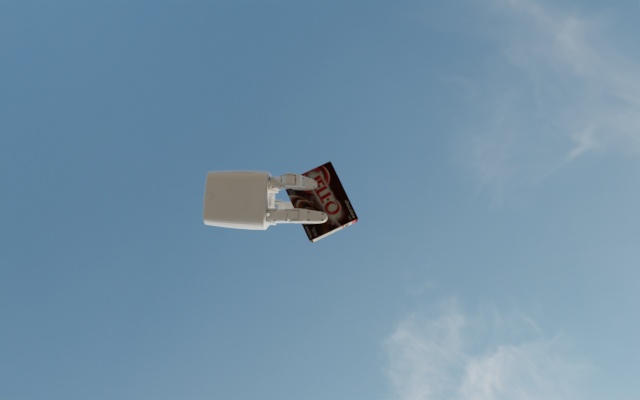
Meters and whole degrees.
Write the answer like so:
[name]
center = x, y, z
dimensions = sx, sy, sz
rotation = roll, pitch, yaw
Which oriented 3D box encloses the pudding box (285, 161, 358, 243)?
[pudding box]
center = 0.000, 0.003, 0.808
dimensions = 0.090, 0.113, 0.039
rotation = -25, -9, -2
